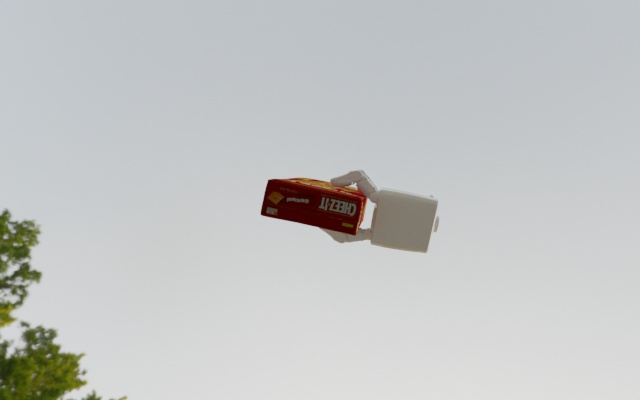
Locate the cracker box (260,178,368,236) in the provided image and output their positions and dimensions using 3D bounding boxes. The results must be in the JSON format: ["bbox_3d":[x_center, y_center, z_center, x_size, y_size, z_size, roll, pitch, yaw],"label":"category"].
[{"bbox_3d":[0.000,0.003,0.881,0.164,0.072,0.213,11,5,8],"label":"cracker box"}]
